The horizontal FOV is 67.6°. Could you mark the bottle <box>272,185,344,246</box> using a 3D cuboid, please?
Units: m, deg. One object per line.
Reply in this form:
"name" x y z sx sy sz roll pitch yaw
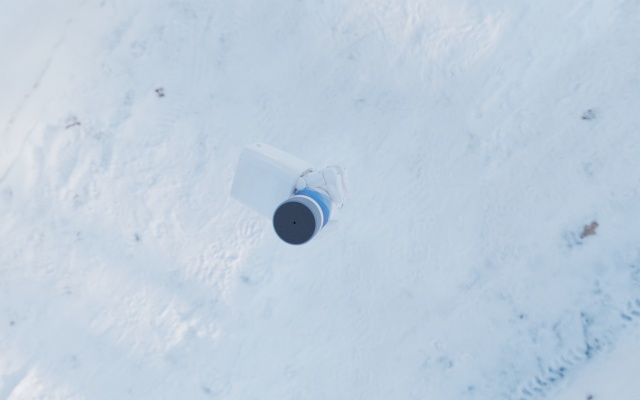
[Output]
"bottle" 0.000 0.003 0.806 0.069 0.069 0.295 0 11 15
